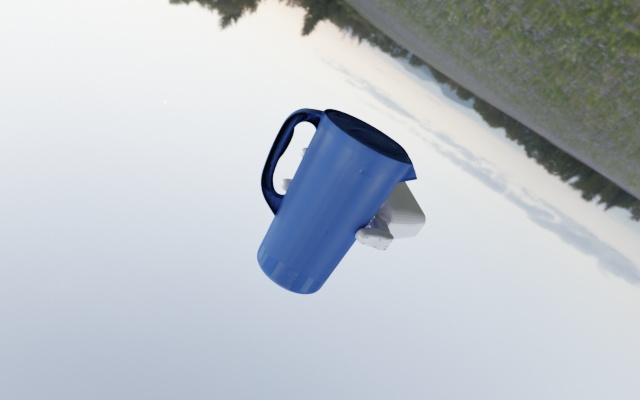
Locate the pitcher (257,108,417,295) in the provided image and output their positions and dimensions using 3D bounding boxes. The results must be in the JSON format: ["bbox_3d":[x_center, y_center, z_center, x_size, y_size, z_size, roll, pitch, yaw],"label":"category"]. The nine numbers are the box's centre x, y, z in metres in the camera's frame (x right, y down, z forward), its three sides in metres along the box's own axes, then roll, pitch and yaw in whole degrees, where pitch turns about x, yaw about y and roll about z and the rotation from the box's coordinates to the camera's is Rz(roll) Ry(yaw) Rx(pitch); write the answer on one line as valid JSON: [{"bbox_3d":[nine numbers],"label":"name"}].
[{"bbox_3d":[0.000,0.002,0.654,0.145,0.243,0.149,5,32,-49],"label":"pitcher"}]
